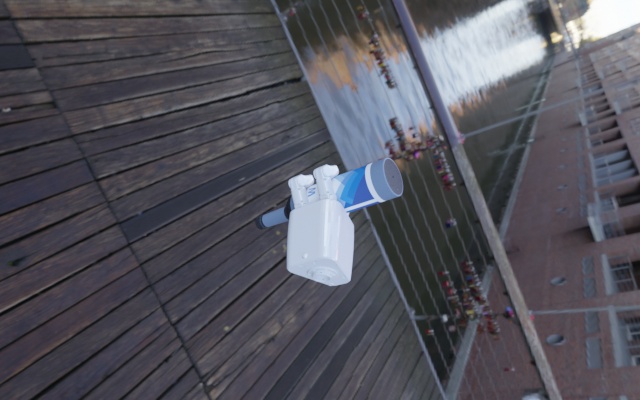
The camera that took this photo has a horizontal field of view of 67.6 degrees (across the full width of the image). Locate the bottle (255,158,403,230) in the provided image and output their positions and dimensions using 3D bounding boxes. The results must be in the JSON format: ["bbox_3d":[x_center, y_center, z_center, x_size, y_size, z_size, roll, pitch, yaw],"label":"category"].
[{"bbox_3d":[0.000,0.003,0.850,0.296,0.069,0.069,-19,-10,32],"label":"bottle"}]
